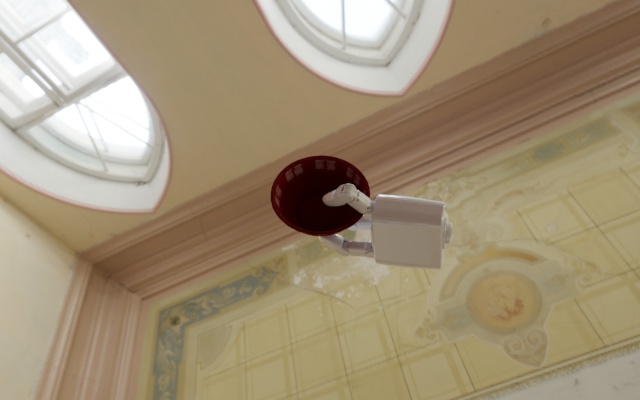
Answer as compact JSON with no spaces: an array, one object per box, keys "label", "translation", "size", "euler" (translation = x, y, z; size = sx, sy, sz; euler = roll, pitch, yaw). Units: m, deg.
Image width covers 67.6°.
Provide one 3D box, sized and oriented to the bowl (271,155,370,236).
[{"label":"bowl","translation":[-0.001,0.002,0.791],"size":[0.162,0.162,0.055],"euler":[0,-36,1]}]
